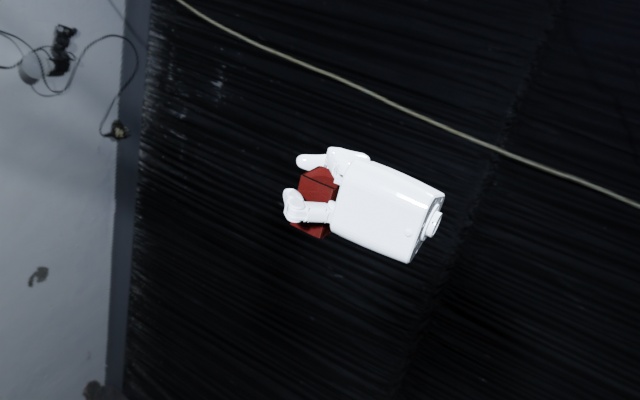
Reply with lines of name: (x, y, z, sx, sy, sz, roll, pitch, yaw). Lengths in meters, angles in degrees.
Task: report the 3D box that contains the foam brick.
foam brick: (0.000, 0.002, 0.635, 0.051, 0.078, 0.053, 25, 29, 20)
